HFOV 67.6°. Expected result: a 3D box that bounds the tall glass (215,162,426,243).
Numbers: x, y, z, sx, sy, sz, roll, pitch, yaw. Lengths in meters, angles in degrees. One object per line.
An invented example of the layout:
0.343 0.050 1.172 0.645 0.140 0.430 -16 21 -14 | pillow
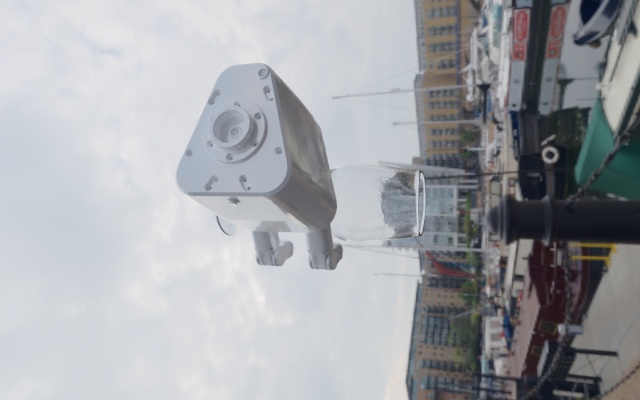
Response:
-0.001 0.002 0.476 0.201 0.079 0.079 1 0 18 | tall glass
